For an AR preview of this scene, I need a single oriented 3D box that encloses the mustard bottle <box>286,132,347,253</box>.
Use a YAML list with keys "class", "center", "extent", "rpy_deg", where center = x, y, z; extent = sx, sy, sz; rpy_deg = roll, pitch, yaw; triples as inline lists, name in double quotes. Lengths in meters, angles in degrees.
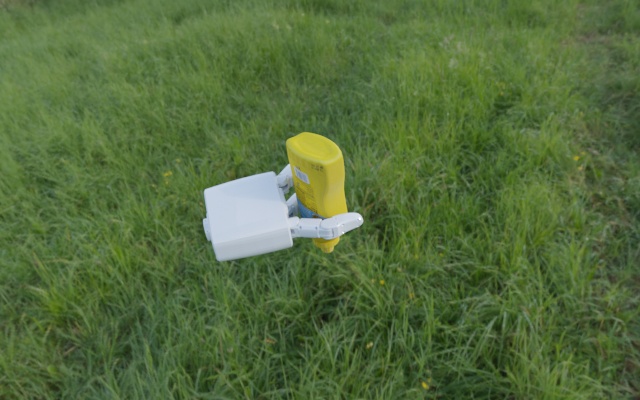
- class: "mustard bottle"
  center: [0.000, 0.002, 0.698]
  extent: [0.058, 0.192, 0.096]
  rpy_deg: [-29, 42, -26]
